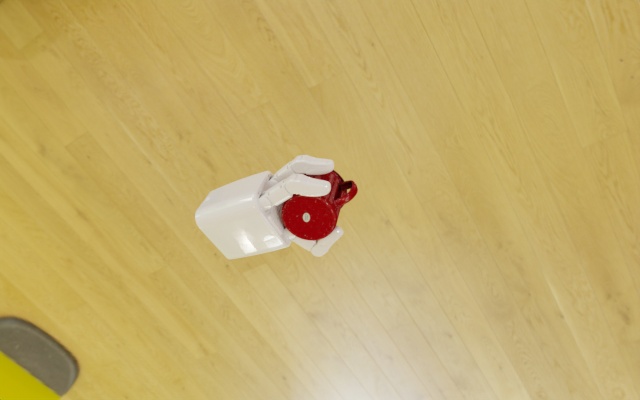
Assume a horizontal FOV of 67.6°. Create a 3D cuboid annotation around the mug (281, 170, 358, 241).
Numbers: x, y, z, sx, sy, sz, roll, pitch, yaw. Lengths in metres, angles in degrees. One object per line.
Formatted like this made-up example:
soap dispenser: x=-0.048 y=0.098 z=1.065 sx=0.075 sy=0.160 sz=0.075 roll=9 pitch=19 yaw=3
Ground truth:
mug: x=0.001 y=0.002 z=0.702 sx=0.117 sy=0.093 sz=0.081 roll=-17 pitch=26 yaw=19
